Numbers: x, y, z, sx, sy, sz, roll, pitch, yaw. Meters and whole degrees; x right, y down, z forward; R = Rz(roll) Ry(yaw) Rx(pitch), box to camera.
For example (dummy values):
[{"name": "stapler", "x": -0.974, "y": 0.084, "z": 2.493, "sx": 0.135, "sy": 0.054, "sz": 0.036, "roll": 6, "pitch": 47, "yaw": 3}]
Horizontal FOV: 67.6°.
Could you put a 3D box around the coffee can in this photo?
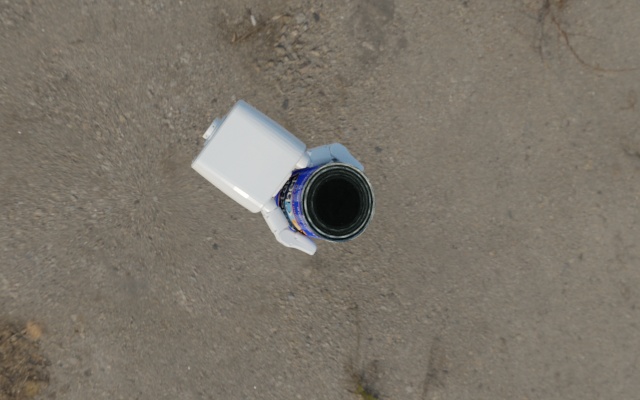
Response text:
[{"name": "coffee can", "x": 0.000, "y": 0.002, "z": 0.667, "sx": 0.103, "sy": 0.103, "sz": 0.140, "roll": 0, "pitch": 0, "yaw": -20}]
